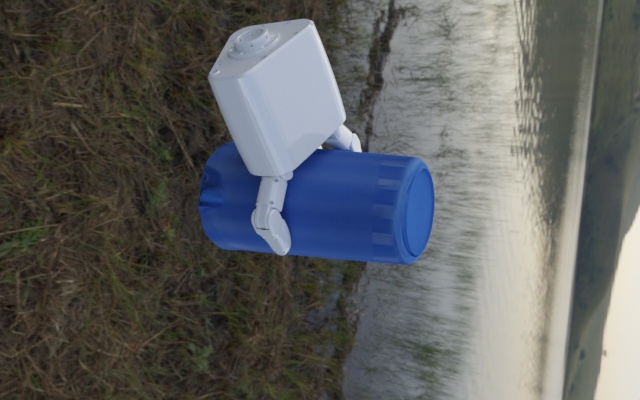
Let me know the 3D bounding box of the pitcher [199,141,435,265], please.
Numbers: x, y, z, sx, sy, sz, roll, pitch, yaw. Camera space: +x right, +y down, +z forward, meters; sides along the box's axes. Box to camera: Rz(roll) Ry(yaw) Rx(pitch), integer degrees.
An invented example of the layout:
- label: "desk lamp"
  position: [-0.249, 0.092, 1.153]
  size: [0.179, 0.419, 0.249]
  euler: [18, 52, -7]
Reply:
- label: "pitcher"
  position: [0.000, 0.002, 0.539]
  size: [0.243, 0.145, 0.149]
  euler: [5, 46, 29]
